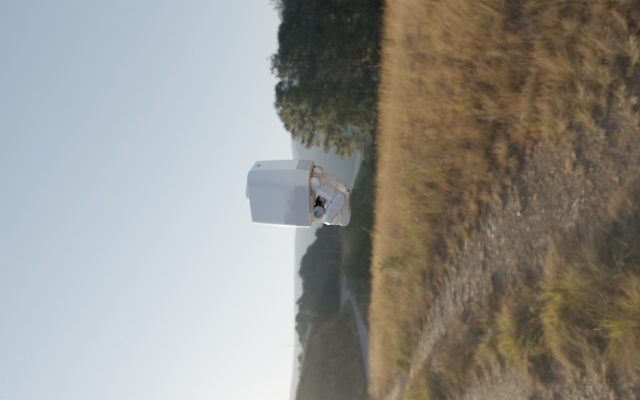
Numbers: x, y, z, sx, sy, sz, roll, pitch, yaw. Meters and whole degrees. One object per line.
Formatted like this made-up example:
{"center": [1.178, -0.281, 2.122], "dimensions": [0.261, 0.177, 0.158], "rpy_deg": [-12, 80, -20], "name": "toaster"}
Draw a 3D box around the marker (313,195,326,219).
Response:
{"center": [0.000, 0.003, 0.846], "dimensions": [0.020, 0.020, 0.121], "rpy_deg": [0, 20, 4], "name": "marker"}
